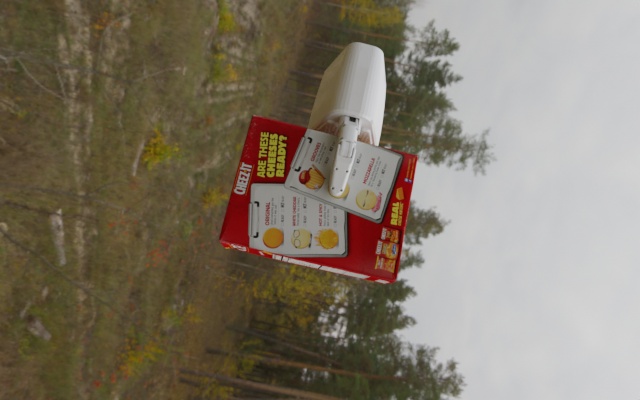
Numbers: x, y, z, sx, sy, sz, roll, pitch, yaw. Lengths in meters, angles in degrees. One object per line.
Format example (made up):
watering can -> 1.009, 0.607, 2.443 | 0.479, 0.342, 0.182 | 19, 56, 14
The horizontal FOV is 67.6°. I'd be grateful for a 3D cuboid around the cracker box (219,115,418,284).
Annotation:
cracker box -> 0.000, 0.002, 0.600 | 0.214, 0.164, 0.072 | 13, -15, -3
